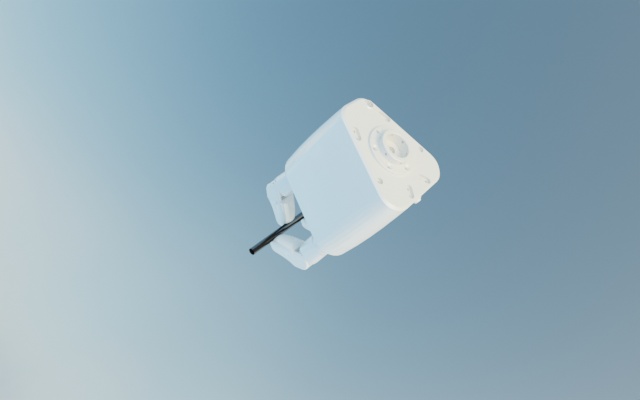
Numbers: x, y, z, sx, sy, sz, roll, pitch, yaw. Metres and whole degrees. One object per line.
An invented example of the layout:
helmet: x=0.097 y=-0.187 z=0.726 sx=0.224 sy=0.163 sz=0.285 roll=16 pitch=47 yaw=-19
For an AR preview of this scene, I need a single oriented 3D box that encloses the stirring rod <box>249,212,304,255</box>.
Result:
stirring rod: x=0.000 y=0.002 z=0.591 sx=0.011 sy=0.011 sz=0.239 roll=0 pitch=26 yaw=43
